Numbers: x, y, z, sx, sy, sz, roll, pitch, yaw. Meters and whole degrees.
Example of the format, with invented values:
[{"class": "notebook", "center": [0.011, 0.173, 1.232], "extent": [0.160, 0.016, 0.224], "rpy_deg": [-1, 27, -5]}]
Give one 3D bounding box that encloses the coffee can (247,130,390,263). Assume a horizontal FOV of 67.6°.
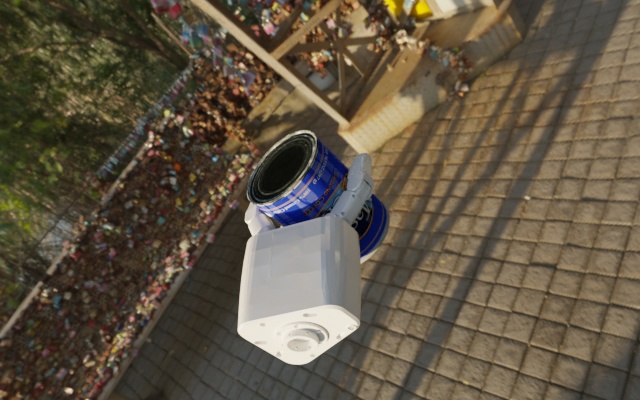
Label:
[{"class": "coffee can", "center": [0.000, 0.002, 0.556], "extent": [0.103, 0.102, 0.140], "rpy_deg": [0, -34, 49]}]
